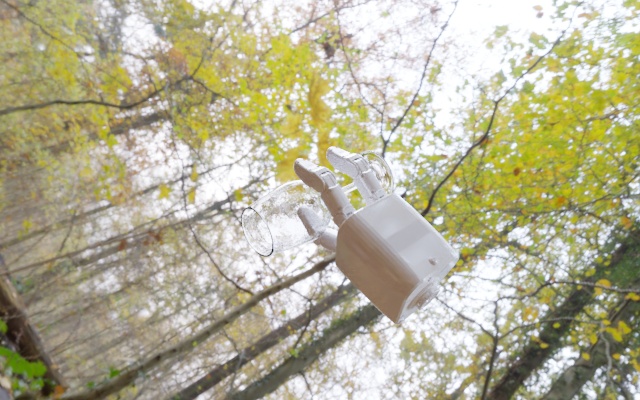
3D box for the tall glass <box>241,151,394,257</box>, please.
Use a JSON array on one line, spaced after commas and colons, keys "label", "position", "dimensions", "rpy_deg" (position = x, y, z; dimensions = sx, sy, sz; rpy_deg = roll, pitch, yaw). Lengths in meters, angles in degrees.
[{"label": "tall glass", "position": [0.000, 0.002, 0.601], "dimensions": [0.201, 0.079, 0.079], "rpy_deg": [-25, 15, -35]}]
